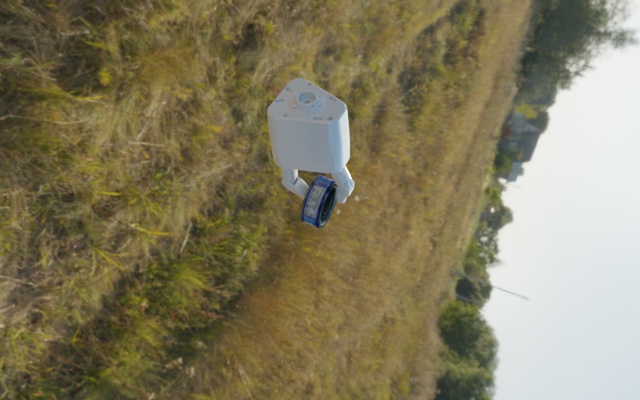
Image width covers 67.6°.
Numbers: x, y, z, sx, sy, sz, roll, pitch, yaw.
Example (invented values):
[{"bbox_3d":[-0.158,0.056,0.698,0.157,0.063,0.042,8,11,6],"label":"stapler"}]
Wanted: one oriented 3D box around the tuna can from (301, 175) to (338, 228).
[{"bbox_3d":[0.001,0.003,0.801,0.034,0.086,0.086,21,5,14],"label":"tuna can"}]
